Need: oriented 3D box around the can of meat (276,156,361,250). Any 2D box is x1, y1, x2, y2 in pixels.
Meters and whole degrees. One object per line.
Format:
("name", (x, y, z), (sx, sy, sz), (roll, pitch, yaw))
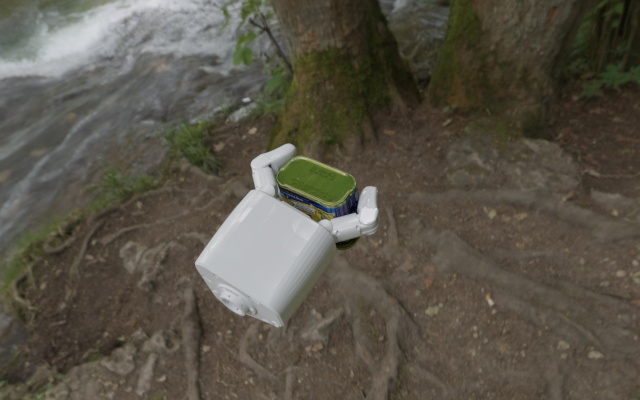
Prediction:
("can of meat", (0.000, 0.002, 0.576), (0.102, 0.057, 0.084), (23, -31, 28))
